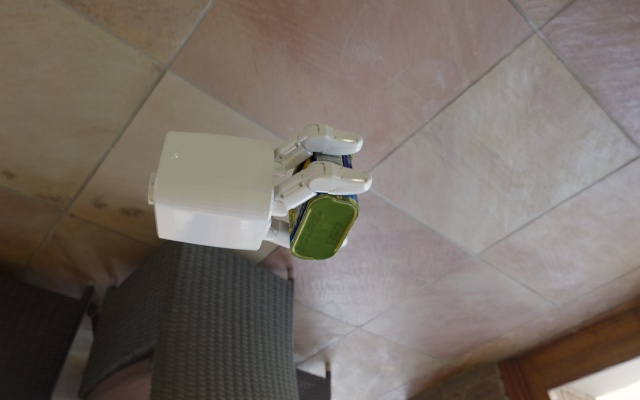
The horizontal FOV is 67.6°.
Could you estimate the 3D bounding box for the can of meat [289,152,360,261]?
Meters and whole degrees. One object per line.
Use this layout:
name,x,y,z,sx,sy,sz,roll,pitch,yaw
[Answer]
can of meat,0.000,0.002,0.500,0.057,0.083,0.102,10,-46,-15
